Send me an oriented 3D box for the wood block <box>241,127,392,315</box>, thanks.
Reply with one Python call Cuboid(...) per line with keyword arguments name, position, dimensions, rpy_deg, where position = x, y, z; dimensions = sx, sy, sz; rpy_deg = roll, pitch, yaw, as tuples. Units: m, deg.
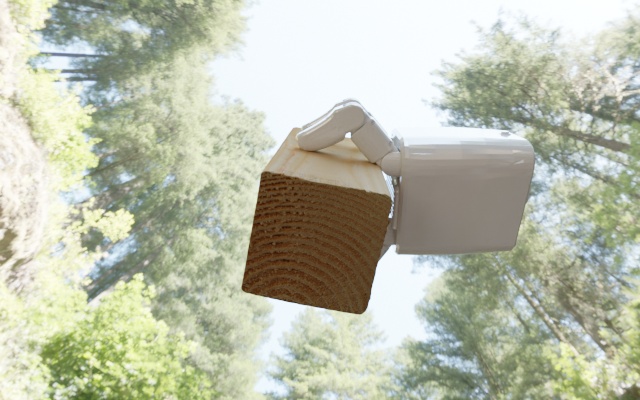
Cuboid(name="wood block", position=(0.000, 0.002, 0.414), dimensions=(0.090, 0.091, 0.206), rpy_deg=(11, 16, -1))
